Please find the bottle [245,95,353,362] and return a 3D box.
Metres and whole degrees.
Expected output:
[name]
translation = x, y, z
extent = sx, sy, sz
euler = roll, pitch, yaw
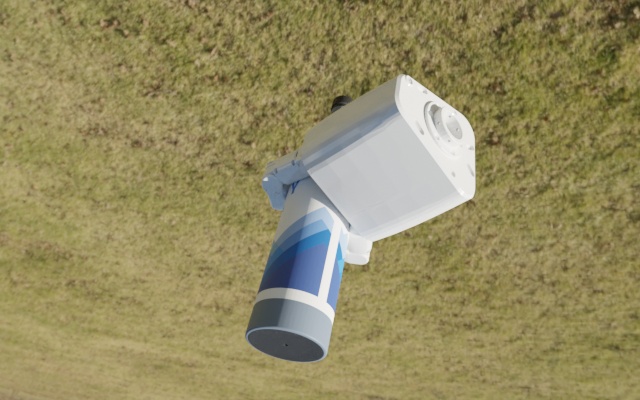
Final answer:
[bottle]
translation = 0.000, 0.002, 0.465
extent = 0.069, 0.295, 0.069
euler = 9, -38, 7
